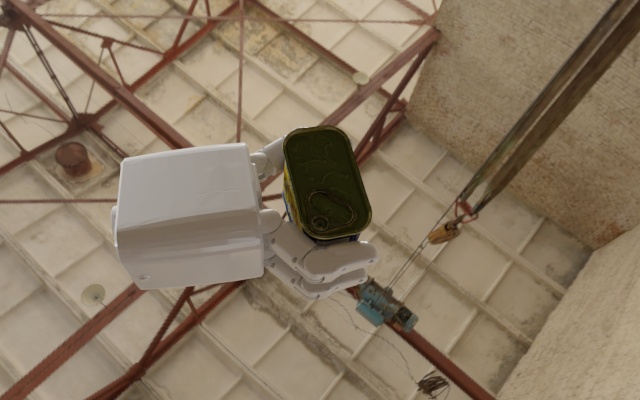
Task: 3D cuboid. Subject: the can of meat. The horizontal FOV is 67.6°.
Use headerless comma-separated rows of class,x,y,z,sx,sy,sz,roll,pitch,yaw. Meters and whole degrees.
can of meat,0.000,0.001,0.415,0.057,0.102,0.084,-10,-26,-12
